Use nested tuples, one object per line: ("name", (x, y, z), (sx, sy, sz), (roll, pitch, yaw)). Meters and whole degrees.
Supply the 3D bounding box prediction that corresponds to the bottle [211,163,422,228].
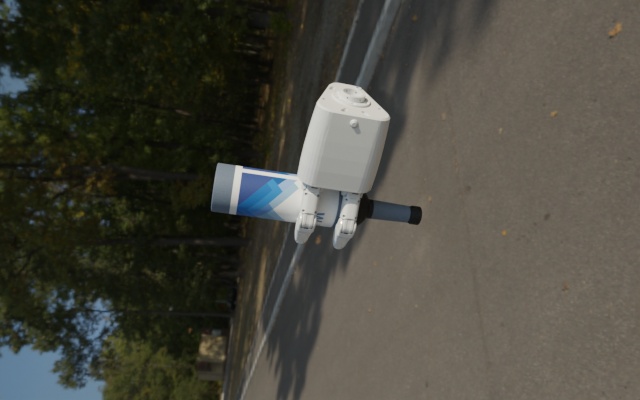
("bottle", (0.000, 0.002, 0.672), (0.296, 0.069, 0.069), (8, -2, -10))
